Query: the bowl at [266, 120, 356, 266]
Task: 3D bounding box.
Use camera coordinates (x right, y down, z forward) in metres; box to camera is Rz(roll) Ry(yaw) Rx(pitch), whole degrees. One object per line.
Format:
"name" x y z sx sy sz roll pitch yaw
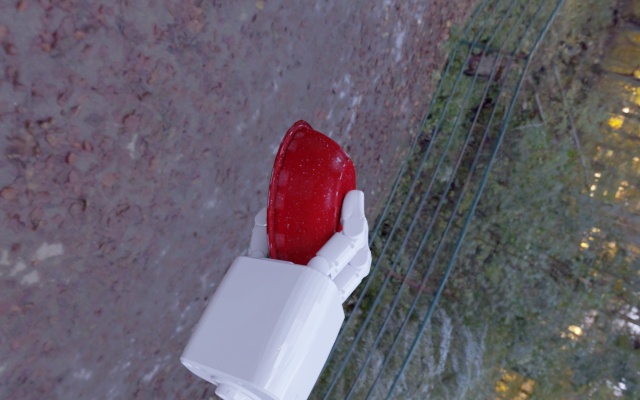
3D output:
"bowl" 0.001 0.000 0.485 0.055 0.162 0.162 6 1 15
